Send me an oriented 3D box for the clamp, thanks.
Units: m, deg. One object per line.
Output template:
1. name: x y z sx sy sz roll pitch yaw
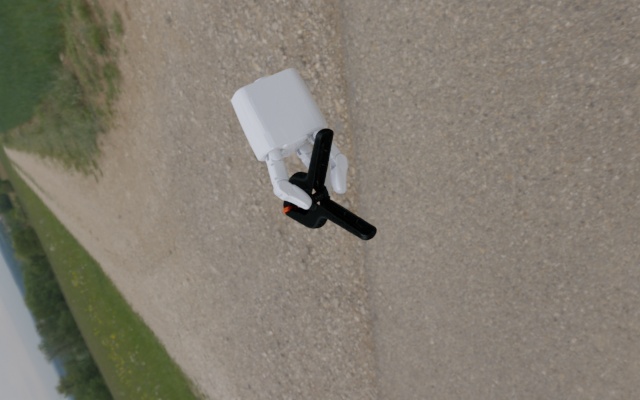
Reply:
1. clamp: -0.001 0.003 0.728 0.036 0.164 0.210 -24 -6 -30
